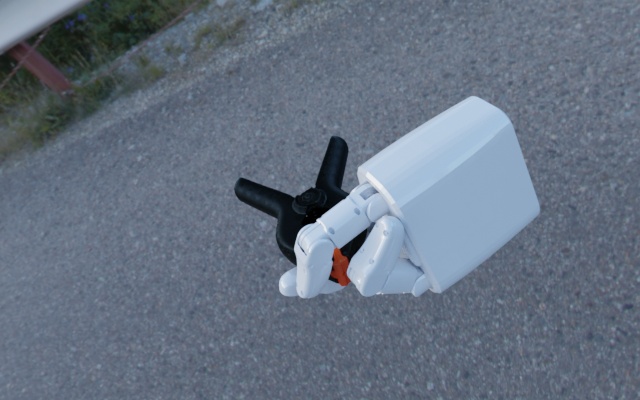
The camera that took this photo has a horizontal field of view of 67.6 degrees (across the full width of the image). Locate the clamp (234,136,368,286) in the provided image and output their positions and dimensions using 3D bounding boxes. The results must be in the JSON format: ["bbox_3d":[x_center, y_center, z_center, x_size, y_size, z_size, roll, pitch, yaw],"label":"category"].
[{"bbox_3d":[0.000,0.001,0.427,0.120,0.039,0.171,-35,44,-6],"label":"clamp"}]
